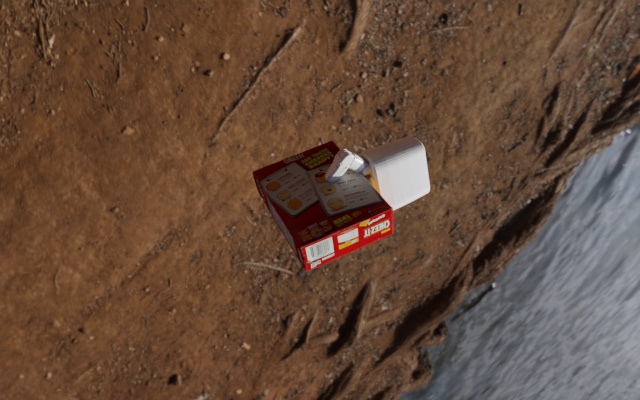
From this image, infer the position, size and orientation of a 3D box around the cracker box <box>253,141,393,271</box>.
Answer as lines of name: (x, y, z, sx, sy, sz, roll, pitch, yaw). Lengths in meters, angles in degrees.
cracker box: (0.000, 0.003, 0.820, 0.164, 0.072, 0.213, -23, 45, -15)
